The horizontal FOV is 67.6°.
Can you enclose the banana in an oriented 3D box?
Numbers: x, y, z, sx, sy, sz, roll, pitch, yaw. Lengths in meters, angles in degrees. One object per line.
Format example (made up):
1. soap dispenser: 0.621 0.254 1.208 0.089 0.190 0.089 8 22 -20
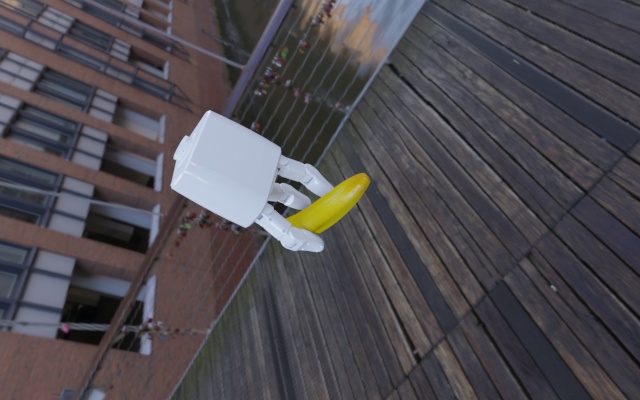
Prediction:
1. banana: -0.008 0.018 0.642 0.037 0.069 0.198 35 -32 -19
